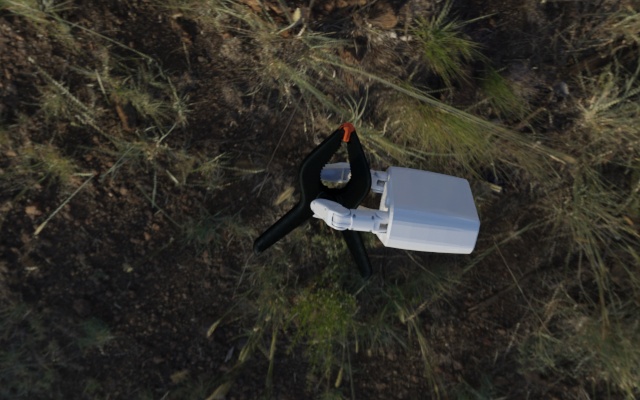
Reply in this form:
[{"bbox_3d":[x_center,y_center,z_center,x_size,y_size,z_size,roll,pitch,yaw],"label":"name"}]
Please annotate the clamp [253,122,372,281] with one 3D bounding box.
[{"bbox_3d":[0.000,0.002,0.616,0.164,0.210,0.036,7,21,-2],"label":"clamp"}]
